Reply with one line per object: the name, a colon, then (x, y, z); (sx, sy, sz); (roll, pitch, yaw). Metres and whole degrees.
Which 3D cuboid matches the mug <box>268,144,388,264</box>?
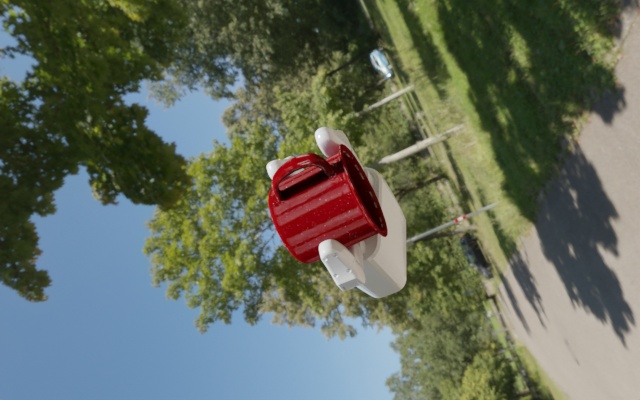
mug: (-0.001, 0.001, 0.432); (0.081, 0.093, 0.117); (-26, -39, 14)
